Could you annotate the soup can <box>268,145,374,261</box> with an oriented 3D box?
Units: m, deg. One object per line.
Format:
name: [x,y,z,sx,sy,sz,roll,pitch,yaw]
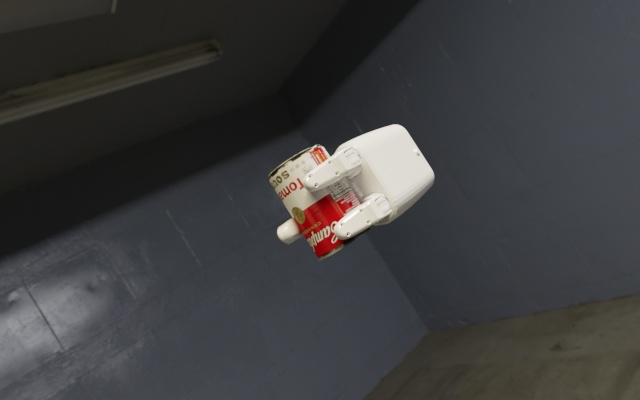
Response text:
soup can: [0.000,0.002,0.496,0.068,0.102,0.068,-32,-2,-1]
